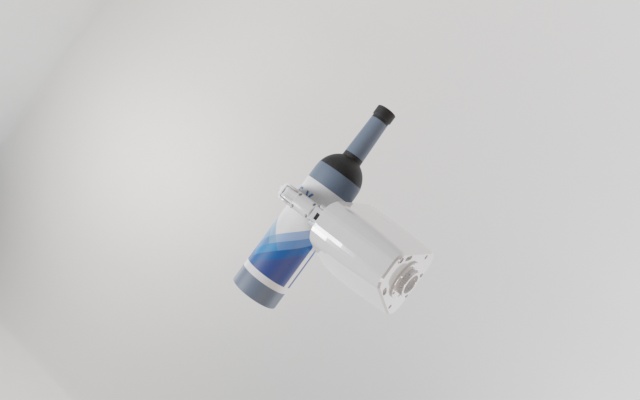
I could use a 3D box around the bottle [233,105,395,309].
[{"bbox_3d":[0.000,0.002,0.622,0.069,0.295,0.069,36,0,0],"label":"bottle"}]
